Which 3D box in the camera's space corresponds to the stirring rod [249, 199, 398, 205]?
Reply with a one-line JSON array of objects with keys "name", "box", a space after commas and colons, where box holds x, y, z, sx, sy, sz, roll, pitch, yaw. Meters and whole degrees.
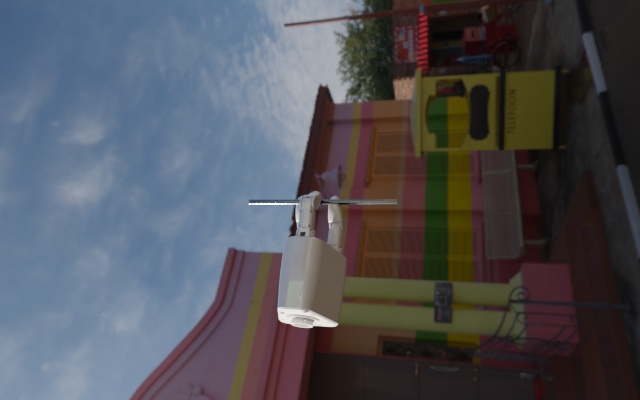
[{"name": "stirring rod", "box": [0.000, 0.003, 0.752, 0.239, 0.011, 0.011, 0, 0, 15]}]
